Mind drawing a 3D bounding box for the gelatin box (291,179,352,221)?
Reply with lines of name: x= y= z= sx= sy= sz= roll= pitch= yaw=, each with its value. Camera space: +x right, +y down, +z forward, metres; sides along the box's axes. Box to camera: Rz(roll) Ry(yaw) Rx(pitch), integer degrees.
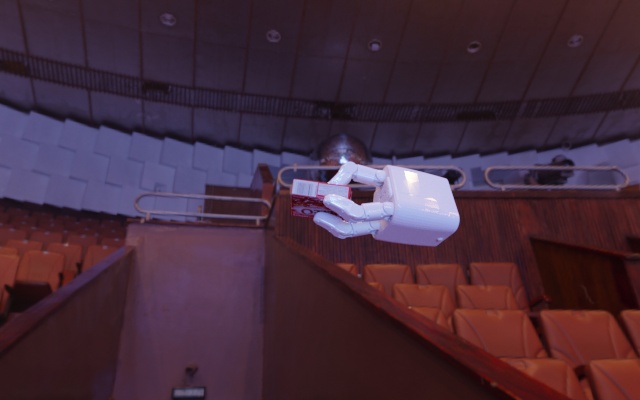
gelatin box: x=0.000 y=0.002 z=0.730 sx=0.089 sy=0.030 sz=0.073 roll=8 pitch=-28 yaw=1
